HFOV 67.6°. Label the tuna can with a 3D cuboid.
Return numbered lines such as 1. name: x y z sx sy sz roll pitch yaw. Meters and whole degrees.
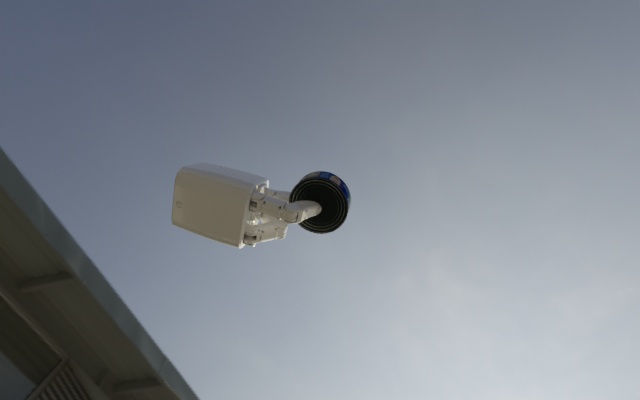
1. tuna can: 0.000 0.002 0.683 0.086 0.086 0.033 0 22 14
